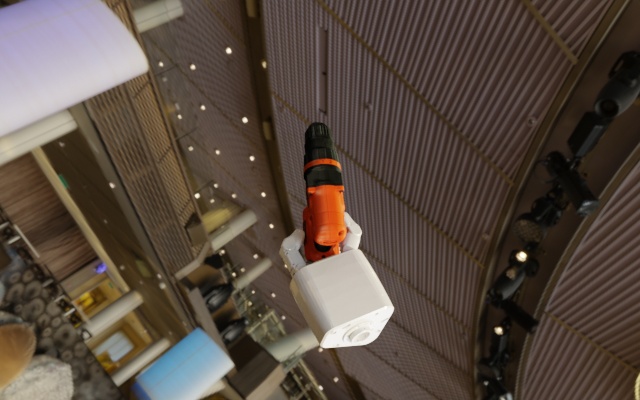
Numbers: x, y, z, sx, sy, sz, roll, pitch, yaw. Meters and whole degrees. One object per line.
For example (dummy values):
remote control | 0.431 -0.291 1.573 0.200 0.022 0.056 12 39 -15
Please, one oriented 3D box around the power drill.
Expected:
power drill | 0.000 0.003 0.713 0.057 0.184 0.188 -3 -27 -2
